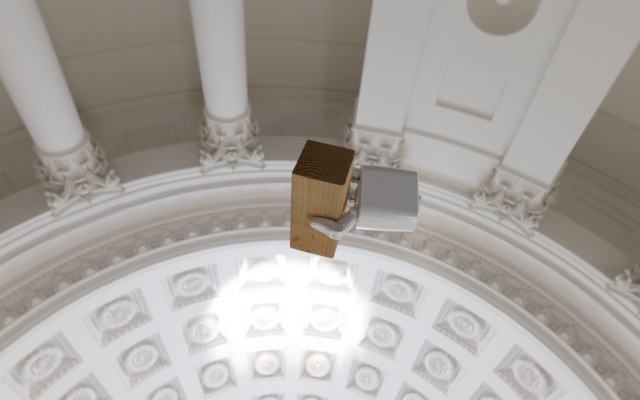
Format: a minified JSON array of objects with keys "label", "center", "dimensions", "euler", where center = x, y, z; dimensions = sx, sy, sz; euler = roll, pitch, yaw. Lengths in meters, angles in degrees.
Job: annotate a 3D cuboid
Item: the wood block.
[{"label":"wood block","center":[0.000,0.003,0.867],"dimensions":[0.090,0.090,0.206],"euler":[14,-41,8]}]
